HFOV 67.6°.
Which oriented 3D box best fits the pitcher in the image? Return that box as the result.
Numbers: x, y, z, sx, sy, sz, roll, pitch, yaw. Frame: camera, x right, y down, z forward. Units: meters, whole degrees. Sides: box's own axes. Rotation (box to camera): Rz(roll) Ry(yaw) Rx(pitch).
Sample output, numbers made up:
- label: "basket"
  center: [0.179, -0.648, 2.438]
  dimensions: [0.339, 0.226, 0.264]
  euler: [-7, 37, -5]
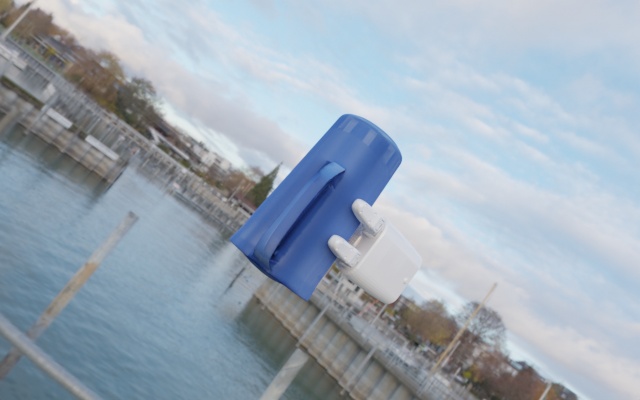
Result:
- label: "pitcher"
  center: [0.000, 0.002, 0.641]
  dimensions: [0.145, 0.243, 0.149]
  euler: [42, -8, -32]
